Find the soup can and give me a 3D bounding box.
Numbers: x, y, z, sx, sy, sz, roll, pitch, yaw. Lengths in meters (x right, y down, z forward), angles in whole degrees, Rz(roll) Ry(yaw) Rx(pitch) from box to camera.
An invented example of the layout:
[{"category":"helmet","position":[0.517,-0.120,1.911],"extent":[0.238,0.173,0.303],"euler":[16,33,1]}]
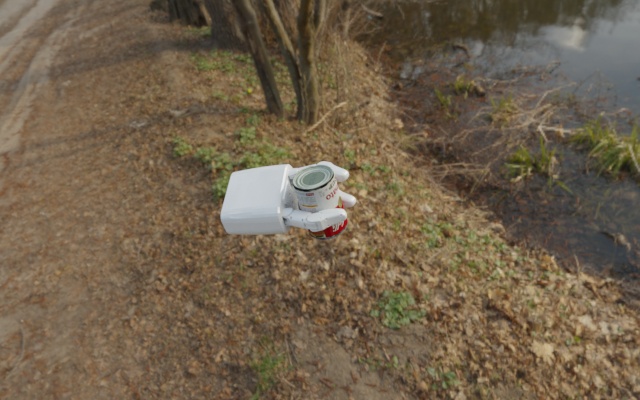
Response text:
[{"category":"soup can","position":[0.001,0.002,0.758],"extent":[0.068,0.102,0.068],"euler":[-11,36,8]}]
